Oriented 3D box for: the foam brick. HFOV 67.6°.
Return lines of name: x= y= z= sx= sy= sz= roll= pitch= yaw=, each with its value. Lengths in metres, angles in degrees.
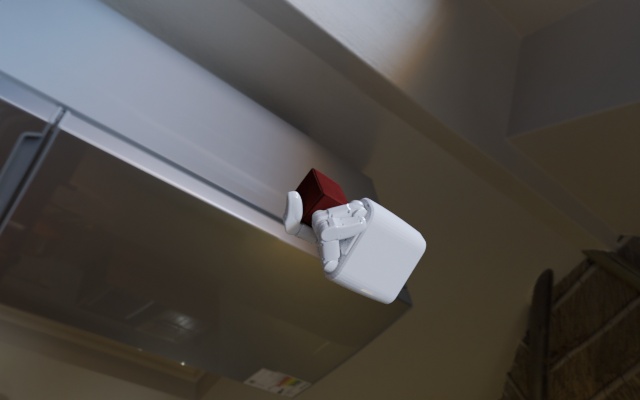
foam brick: x=0.000 y=0.002 z=0.666 sx=0.051 sy=0.053 sz=0.078 roll=30 pitch=20 yaw=-26
